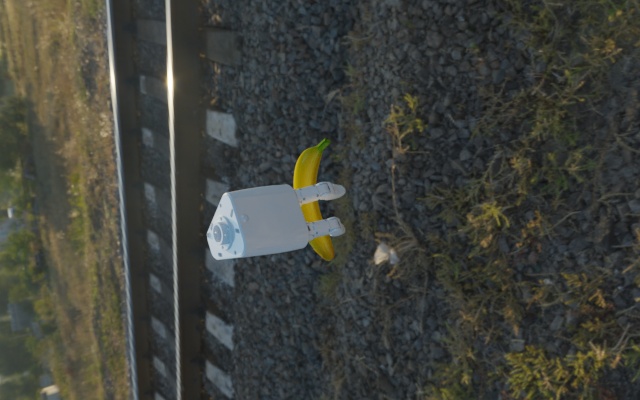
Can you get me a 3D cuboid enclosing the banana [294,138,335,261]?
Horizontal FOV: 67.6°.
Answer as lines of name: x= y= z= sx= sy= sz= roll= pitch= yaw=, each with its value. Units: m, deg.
banana: x=-0.013 y=0.000 z=0.782 sx=0.037 sy=0.198 sz=0.069 roll=-4 pitch=1 yaw=-43
